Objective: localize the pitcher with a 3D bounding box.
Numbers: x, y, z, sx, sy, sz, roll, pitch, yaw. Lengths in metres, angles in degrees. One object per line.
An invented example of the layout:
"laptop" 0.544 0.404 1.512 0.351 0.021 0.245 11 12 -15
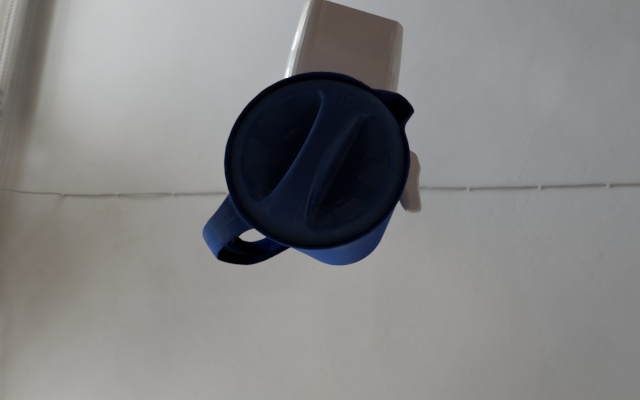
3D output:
"pitcher" 0.000 0.001 0.447 0.149 0.145 0.243 7 -13 8
